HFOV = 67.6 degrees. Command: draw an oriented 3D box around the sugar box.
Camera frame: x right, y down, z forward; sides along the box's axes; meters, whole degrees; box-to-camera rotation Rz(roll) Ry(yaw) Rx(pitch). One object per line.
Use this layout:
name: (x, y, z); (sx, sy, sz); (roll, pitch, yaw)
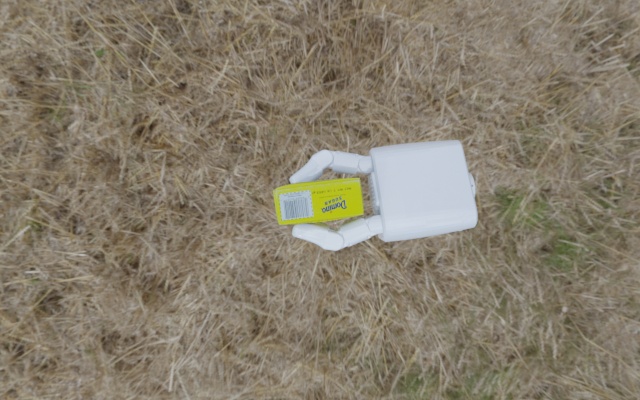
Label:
sugar box: (0.000, 0.002, 0.582); (0.093, 0.048, 0.176); (-6, -3, 2)
